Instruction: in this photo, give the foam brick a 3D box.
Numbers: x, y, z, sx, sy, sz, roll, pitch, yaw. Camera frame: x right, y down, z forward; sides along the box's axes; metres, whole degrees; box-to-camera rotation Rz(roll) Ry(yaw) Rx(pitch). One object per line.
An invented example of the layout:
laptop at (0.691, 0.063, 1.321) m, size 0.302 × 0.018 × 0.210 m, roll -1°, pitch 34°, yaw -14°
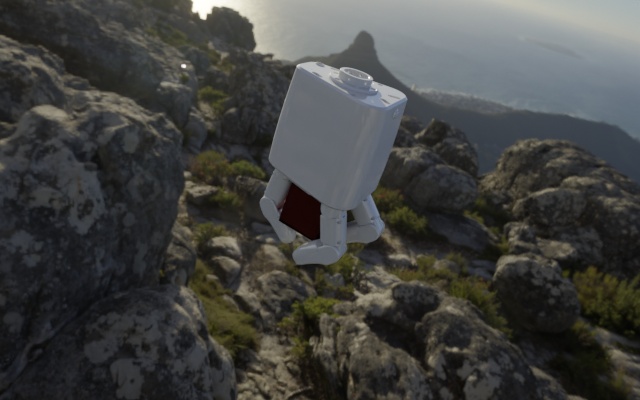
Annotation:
foam brick at (0.000, 0.002, 0.532) m, size 0.053 × 0.051 × 0.078 m, roll 30°, pitch 30°, yaw 14°
